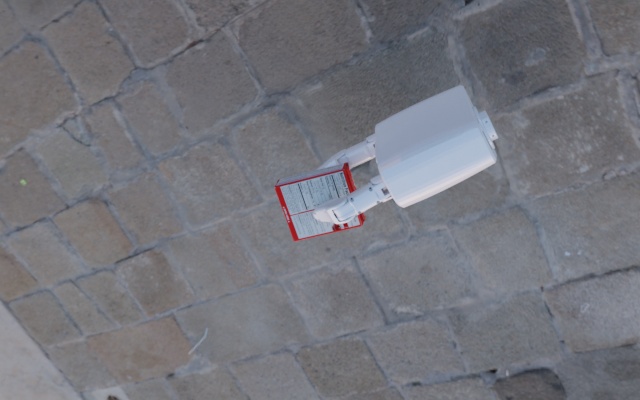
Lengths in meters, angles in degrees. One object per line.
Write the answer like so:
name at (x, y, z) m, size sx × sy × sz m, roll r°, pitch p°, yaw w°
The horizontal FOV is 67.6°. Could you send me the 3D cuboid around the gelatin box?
gelatin box at (0.000, 0.002, 0.558) m, size 0.089 × 0.073 × 0.030 m, roll -14°, pitch 20°, yaw 14°
